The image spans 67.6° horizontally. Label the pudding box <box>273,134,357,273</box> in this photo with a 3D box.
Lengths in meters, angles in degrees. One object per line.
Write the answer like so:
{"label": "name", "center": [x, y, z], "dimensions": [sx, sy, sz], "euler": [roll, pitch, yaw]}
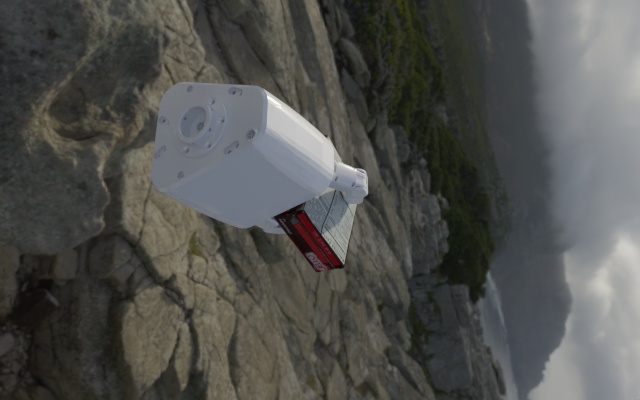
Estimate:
{"label": "pudding box", "center": [0.000, 0.002, 0.484], "dimensions": [0.039, 0.113, 0.090], "euler": [-10, -48, 28]}
